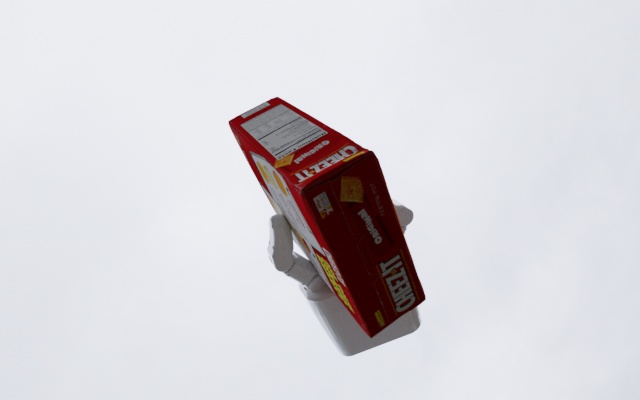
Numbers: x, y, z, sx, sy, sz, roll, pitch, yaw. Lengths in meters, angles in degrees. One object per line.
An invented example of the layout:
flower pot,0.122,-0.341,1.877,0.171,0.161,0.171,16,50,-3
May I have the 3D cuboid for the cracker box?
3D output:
cracker box,0.000,0.002,0.464,0.072,0.164,0.213,-31,32,-10
